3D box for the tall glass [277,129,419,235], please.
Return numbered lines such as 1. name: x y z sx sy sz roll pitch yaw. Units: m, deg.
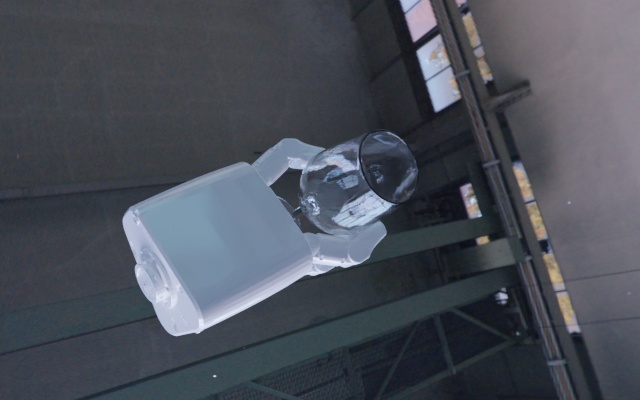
1. tall glass: 0.000 0.002 0.447 0.079 0.079 0.201 0 -17 -35
